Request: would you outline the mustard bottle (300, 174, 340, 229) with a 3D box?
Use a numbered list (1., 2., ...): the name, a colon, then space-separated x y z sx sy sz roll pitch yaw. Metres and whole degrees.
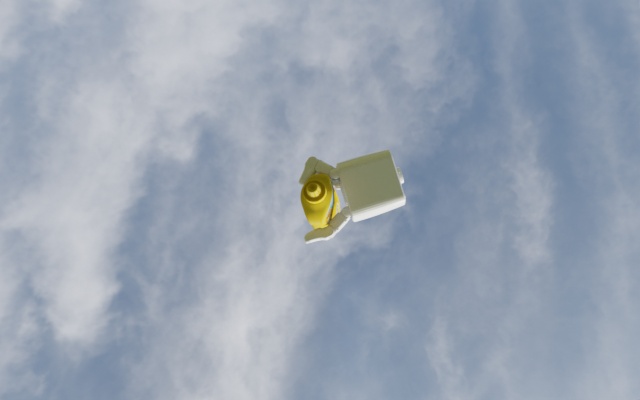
1. mustard bottle: 0.000 0.003 0.900 0.058 0.096 0.192 7 -14 10
